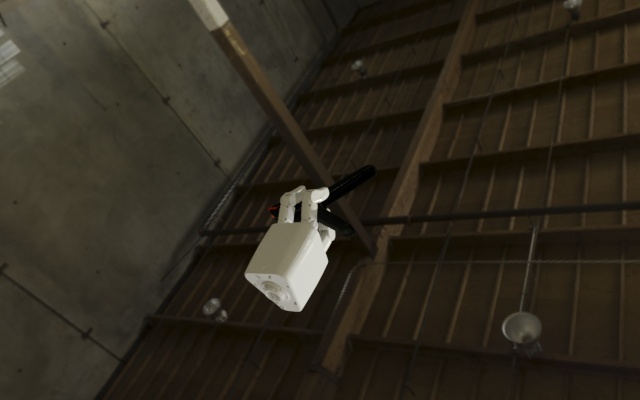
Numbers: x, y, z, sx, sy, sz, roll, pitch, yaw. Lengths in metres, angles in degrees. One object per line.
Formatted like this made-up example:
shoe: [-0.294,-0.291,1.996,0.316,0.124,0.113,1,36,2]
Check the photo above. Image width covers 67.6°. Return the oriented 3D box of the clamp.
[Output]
clamp: [0.000,0.004,0.860,0.210,0.036,0.164,-5,40,37]
